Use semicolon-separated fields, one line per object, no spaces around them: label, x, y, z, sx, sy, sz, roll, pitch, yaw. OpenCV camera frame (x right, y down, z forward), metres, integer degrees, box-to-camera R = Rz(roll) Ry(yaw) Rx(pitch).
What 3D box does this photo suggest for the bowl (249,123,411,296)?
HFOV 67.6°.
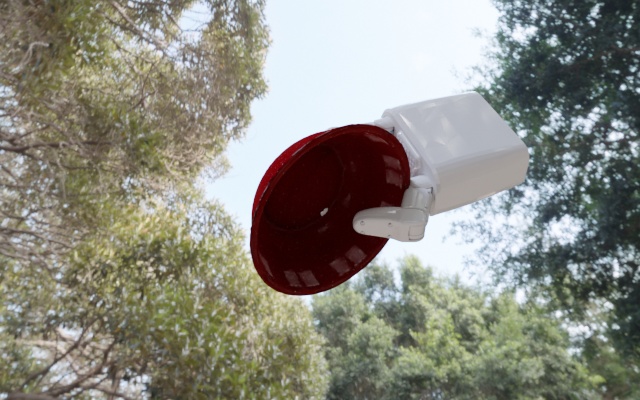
bowl;-0.001;0.001;0.412;0.162;0.162;0.055;0;28;-40
